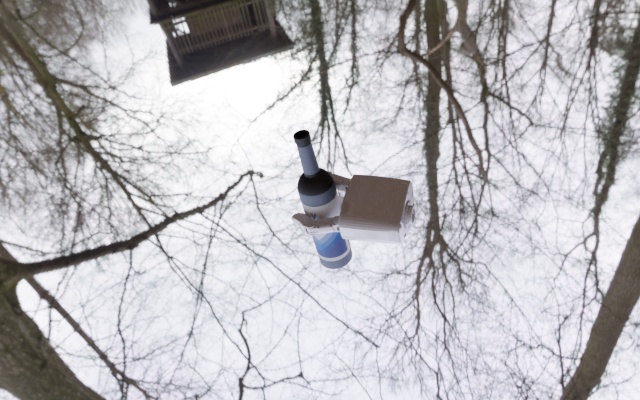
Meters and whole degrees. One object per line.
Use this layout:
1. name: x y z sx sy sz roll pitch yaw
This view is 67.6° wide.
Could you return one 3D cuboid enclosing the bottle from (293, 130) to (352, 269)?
1. bottle: 0.000 0.003 0.857 0.069 0.296 0.069 -9 40 8
